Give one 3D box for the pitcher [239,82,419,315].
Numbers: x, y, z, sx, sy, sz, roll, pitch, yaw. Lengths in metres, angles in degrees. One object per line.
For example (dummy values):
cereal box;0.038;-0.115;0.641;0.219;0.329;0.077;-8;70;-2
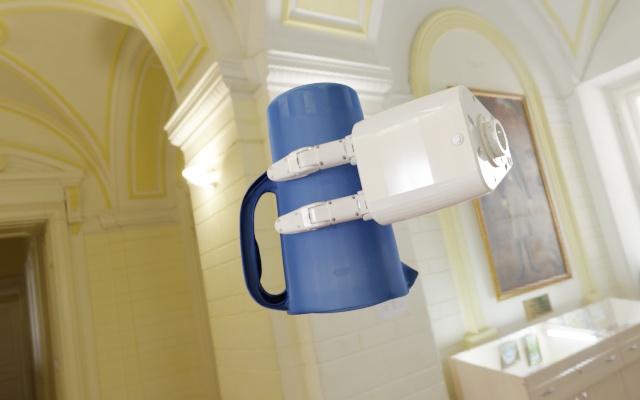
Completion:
pitcher;0.000;0.002;0.528;0.145;0.242;0.149;-17;-11;35
